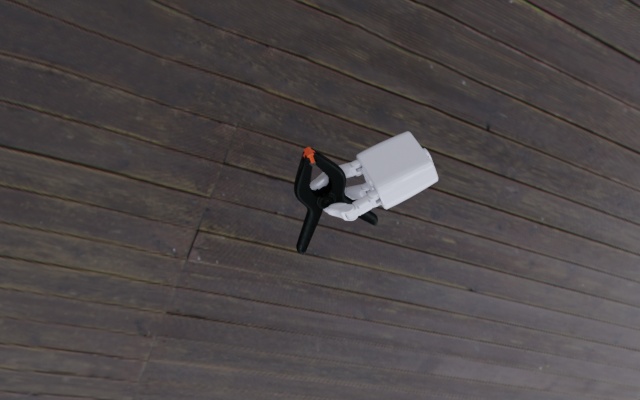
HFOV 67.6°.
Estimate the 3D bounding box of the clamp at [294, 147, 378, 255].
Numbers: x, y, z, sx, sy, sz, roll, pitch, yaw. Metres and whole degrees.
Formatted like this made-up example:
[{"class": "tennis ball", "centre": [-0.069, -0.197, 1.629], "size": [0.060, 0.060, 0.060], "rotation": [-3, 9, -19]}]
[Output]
[{"class": "clamp", "centre": [0.000, 0.003, 0.859], "size": [0.164, 0.210, 0.036], "rotation": [-28, 35, 0]}]
